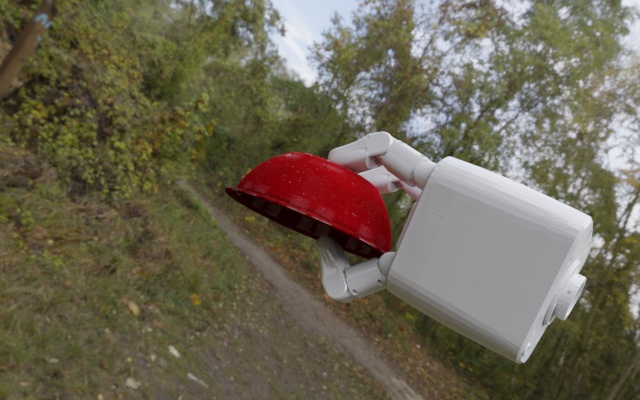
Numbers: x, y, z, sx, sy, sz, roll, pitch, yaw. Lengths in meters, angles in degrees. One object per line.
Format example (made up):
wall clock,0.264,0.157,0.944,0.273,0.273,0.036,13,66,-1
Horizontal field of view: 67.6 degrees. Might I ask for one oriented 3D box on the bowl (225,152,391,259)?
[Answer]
bowl,-0.001,0.001,0.427,0.162,0.055,0.162,22,-9,4
